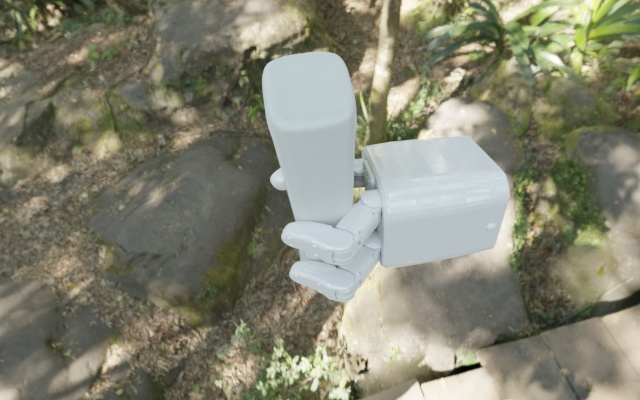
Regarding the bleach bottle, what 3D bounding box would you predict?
[{"bbox_3d":[0.000,0.001,0.441,0.068,0.102,0.251,-8,-43,-2],"label":"bleach bottle"}]
